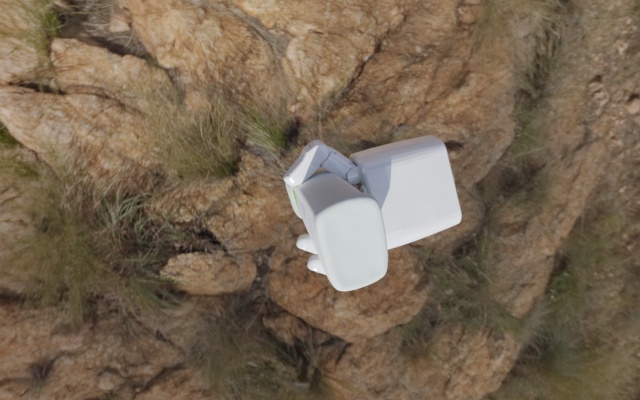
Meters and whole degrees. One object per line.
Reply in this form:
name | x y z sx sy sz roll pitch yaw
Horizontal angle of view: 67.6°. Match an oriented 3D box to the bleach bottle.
bleach bottle | 0.000 0.002 0.565 0.068 0.103 0.250 -17 24 -10
